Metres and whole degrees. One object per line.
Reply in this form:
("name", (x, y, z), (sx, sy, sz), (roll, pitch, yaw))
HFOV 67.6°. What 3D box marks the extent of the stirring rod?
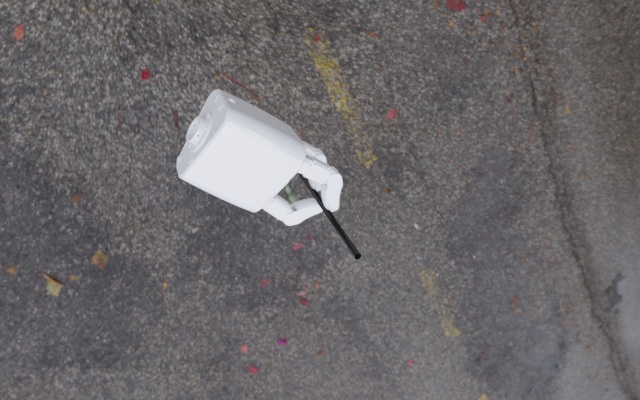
("stirring rod", (0.000, 0.002, 0.629), (0.011, 0.011, 0.239), (0, 30, -24))
